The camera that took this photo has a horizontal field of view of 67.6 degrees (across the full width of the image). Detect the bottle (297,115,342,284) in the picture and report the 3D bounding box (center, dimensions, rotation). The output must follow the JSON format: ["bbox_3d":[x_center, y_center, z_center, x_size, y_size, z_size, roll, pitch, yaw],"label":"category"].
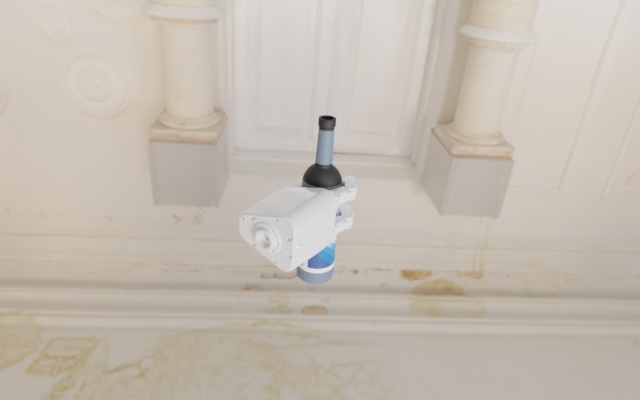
[{"bbox_3d":[0.000,0.003,0.801,0.069,0.296,0.069,4,28,-2],"label":"bottle"}]
